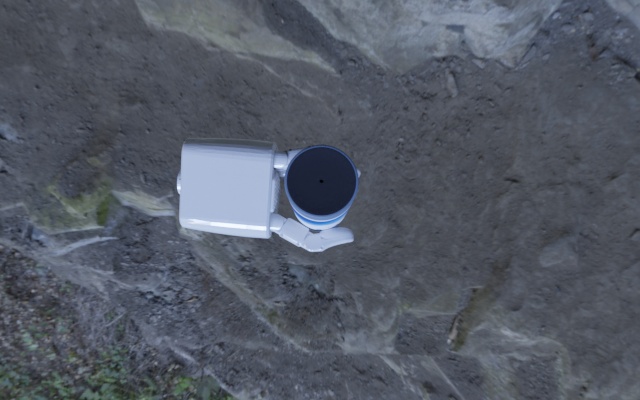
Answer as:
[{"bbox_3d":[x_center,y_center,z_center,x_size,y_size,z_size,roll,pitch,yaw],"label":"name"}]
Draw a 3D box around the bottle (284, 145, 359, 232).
[{"bbox_3d":[0.000,0.002,0.569,0.069,0.069,0.296,0,-7,0],"label":"bottle"}]
